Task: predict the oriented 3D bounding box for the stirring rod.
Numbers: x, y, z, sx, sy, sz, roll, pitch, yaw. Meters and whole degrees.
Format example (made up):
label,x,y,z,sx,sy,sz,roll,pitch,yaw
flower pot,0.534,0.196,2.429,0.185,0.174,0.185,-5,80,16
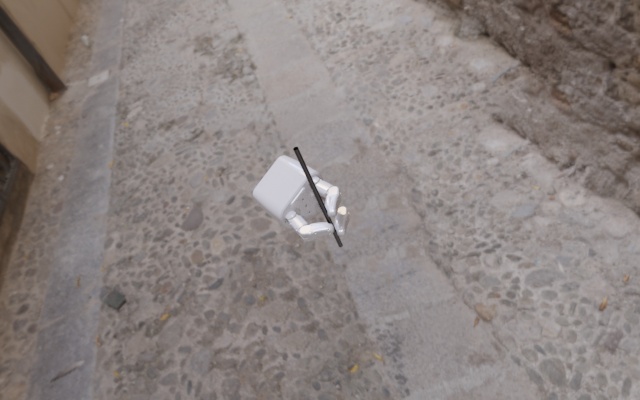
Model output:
label,x,y,z,sx,sy,sz,roll,pitch,yaw
stirring rod,0.000,0.003,0.790,0.011,0.011,0.240,0,-41,24
